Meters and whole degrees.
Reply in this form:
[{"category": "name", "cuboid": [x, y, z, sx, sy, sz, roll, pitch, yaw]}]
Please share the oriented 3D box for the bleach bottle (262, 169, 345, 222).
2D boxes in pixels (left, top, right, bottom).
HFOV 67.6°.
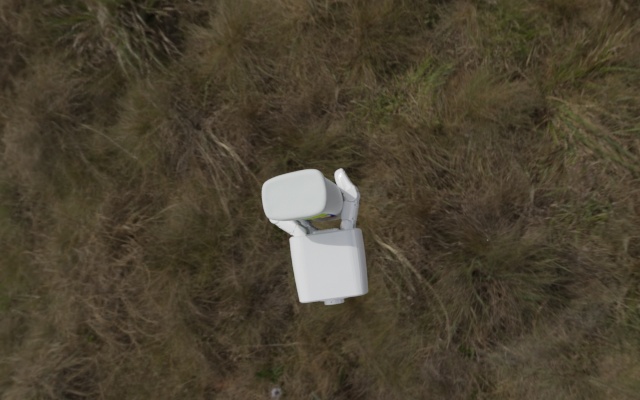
[{"category": "bleach bottle", "cuboid": [0.000, 0.003, 0.788, 0.102, 0.068, 0.251, -10, -8, 18]}]
